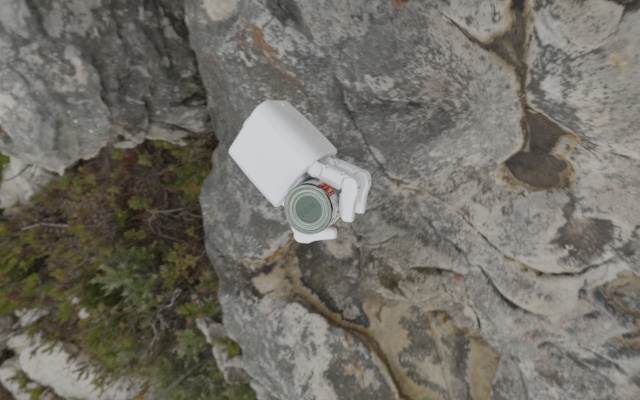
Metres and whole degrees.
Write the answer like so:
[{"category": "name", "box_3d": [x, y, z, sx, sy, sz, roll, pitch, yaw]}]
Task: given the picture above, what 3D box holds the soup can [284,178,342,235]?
[{"category": "soup can", "box_3d": [0.000, 0.003, 0.645, 0.068, 0.068, 0.102, 0, 10, 20]}]
